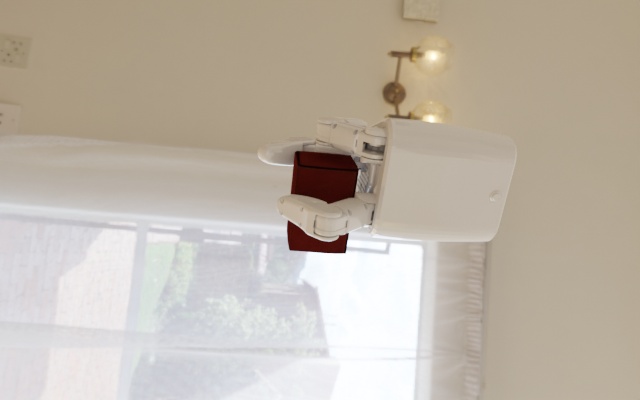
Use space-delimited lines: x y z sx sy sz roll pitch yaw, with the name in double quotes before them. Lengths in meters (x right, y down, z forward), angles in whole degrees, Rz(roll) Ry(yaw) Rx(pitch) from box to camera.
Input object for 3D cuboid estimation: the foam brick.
"foam brick" 0.000 0.002 0.417 0.051 0.078 0.053 5 19 -7
